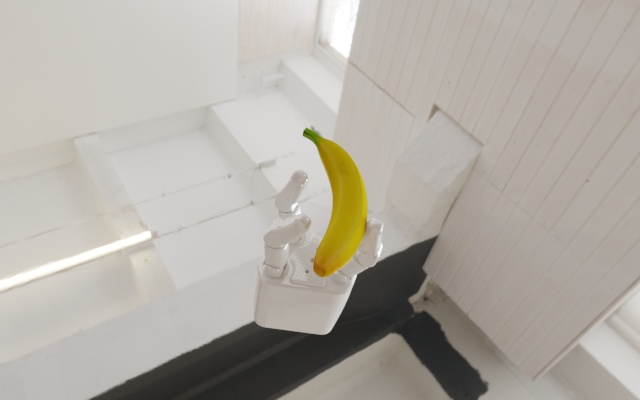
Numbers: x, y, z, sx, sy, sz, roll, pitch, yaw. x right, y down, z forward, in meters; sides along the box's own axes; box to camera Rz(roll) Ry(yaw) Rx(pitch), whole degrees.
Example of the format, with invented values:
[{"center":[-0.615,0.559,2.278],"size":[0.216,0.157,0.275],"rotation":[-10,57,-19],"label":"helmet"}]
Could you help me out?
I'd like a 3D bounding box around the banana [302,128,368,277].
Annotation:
[{"center":[0.018,0.001,0.506],"size":[0.069,0.197,0.037],"rotation":[5,-43,-14],"label":"banana"}]
